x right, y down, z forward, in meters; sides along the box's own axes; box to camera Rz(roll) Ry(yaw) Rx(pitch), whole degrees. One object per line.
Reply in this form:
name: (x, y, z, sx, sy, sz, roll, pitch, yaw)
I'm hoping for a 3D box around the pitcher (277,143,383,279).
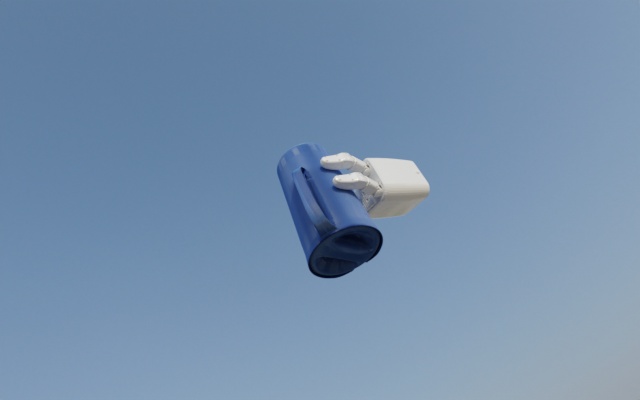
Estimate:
pitcher: (0.000, 0.003, 0.850, 0.145, 0.149, 0.242, -3, 45, -26)
